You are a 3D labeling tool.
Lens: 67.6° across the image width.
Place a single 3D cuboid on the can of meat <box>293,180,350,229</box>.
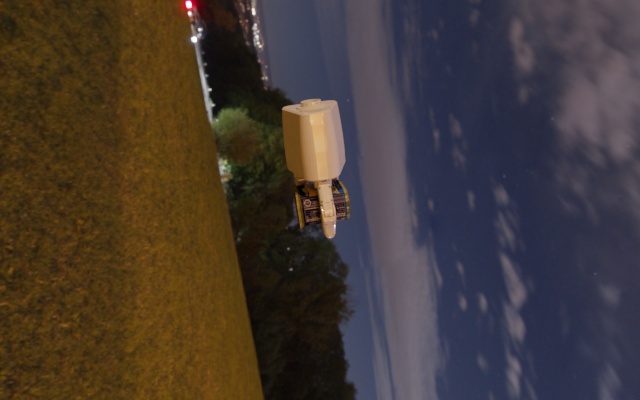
[{"bbox_3d":[0.000,0.003,0.802,0.084,0.057,0.102,-9,17,-5],"label":"can of meat"}]
